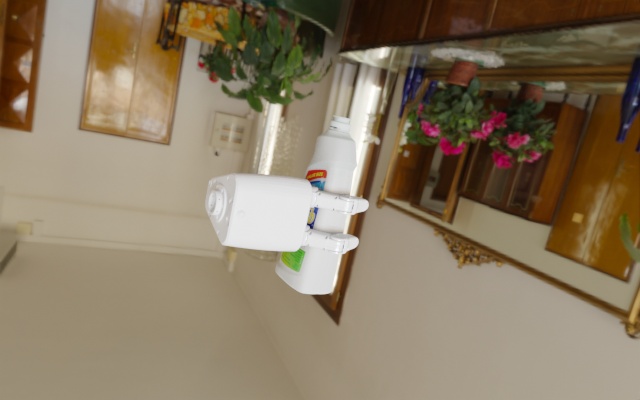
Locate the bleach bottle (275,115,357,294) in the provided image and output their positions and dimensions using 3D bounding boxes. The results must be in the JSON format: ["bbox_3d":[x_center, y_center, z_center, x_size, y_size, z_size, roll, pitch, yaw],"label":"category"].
[{"bbox_3d":[0.000,0.002,0.695,0.068,0.251,0.102,6,11,-31],"label":"bleach bottle"}]
